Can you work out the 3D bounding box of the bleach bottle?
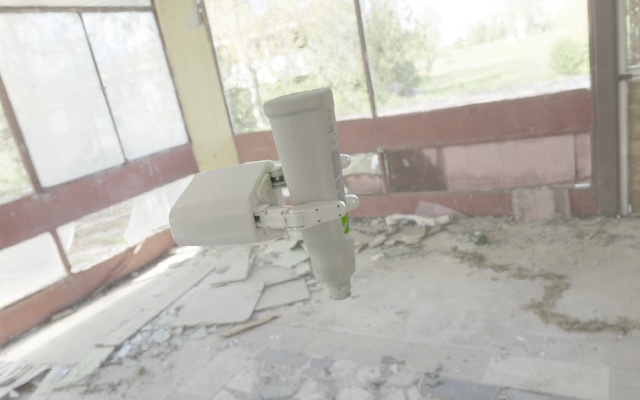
[{"bbox_3d":[0.000,0.002,0.554,0.068,0.251,0.102,-7,16,15],"label":"bleach bottle"}]
